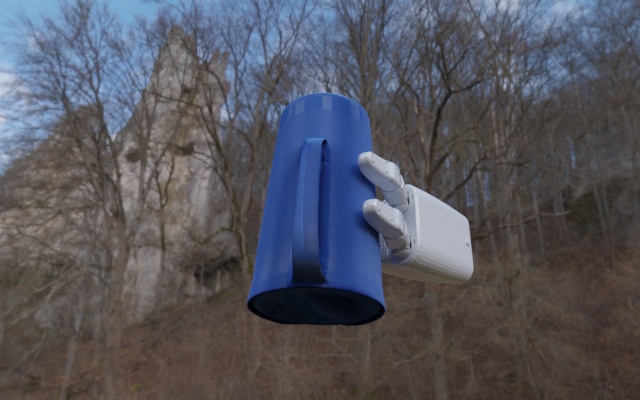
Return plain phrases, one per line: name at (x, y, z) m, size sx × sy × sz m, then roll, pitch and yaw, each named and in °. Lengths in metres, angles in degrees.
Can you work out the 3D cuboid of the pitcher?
pitcher at (0.000, 0.002, 0.507) m, size 0.145 × 0.242 × 0.149 m, roll 22°, pitch -35°, yaw -32°
